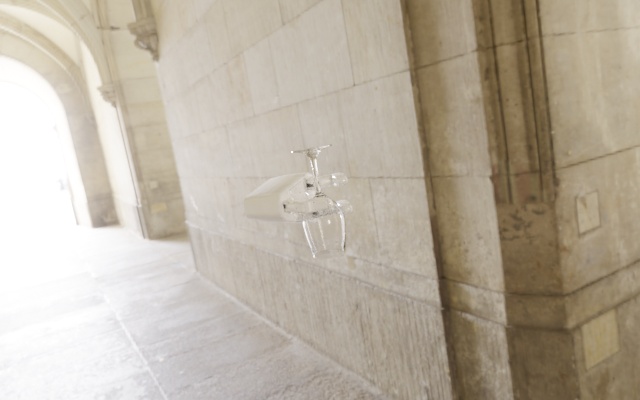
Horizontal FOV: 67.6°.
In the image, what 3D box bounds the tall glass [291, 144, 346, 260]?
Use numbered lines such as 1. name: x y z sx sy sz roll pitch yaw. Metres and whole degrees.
1. tall glass: 0.000 0.002 0.872 0.079 0.201 0.079 -10 8 1
